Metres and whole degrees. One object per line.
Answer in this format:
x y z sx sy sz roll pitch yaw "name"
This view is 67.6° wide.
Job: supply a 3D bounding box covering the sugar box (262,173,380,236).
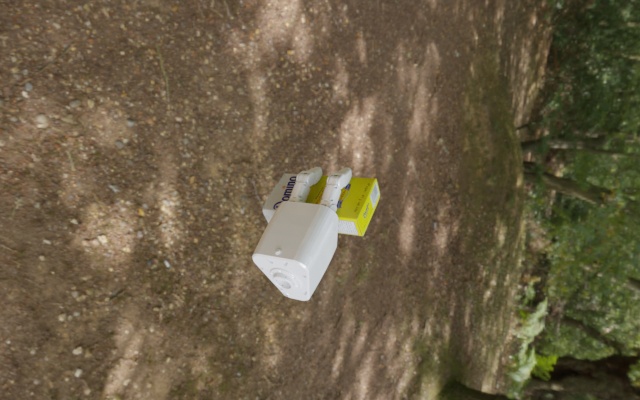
0.000 0.002 0.779 0.176 0.048 0.093 6 48 27 "sugar box"
